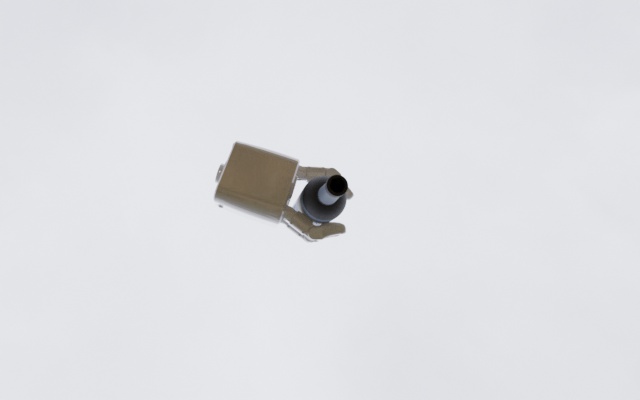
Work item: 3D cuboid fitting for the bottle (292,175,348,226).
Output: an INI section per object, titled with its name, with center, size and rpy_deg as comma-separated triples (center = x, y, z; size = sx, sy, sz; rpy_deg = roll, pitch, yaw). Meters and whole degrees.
[bottle]
center = 0.000, 0.002, 0.731
size = 0.069, 0.069, 0.296
rpy_deg = 0, -8, -8
